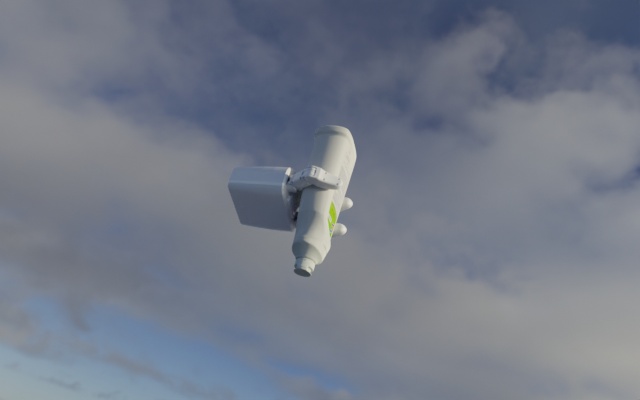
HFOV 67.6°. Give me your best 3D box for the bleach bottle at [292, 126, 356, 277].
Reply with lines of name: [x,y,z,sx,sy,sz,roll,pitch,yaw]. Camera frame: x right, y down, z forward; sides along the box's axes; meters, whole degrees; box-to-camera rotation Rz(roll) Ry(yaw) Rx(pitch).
bleach bottle: [0.000,0.003,0.787,0.068,0.250,0.103,4,-33,19]
